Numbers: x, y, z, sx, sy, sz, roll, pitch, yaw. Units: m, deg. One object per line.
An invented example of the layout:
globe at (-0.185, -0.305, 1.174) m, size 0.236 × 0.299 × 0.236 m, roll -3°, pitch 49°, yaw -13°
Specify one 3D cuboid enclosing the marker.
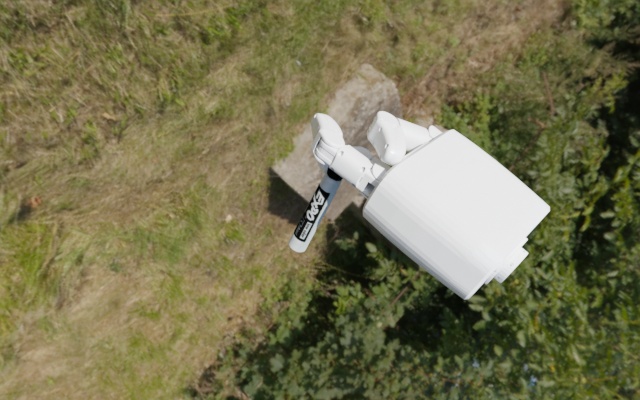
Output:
marker at (0.000, 0.001, 0.442) m, size 0.020 × 0.121 × 0.020 m, roll 18°, pitch 36°, yaw -14°
